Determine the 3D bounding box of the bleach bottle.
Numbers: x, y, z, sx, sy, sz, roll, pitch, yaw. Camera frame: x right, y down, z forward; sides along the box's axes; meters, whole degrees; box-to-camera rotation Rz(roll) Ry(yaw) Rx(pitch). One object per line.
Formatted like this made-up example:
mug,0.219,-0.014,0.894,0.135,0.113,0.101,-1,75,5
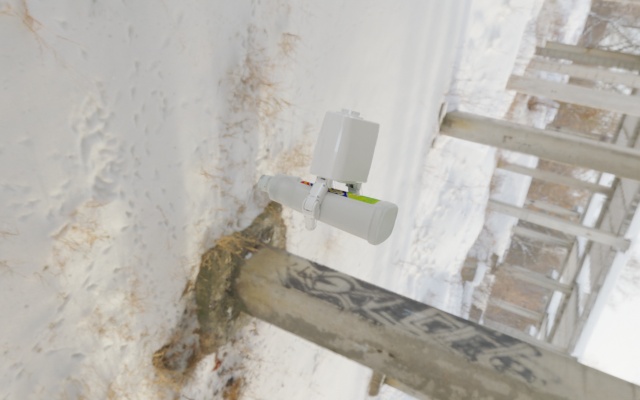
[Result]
bleach bottle,0.000,0.003,0.820,0.251,0.068,0.102,18,12,21
